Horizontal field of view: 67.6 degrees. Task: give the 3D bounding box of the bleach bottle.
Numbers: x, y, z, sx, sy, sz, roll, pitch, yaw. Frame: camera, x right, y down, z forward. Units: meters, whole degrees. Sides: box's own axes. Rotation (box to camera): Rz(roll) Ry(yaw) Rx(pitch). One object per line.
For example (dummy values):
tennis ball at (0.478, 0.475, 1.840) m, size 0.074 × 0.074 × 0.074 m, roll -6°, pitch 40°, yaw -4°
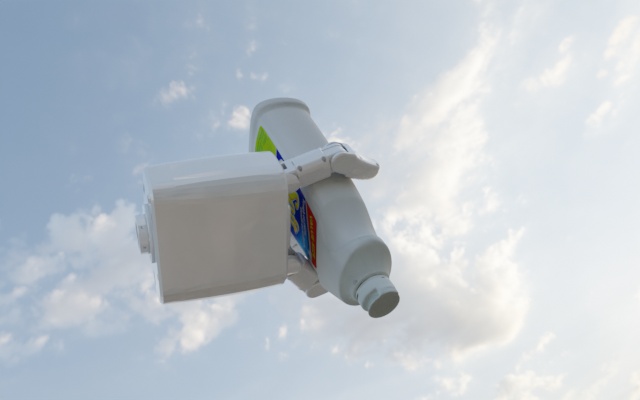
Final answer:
bleach bottle at (0.000, 0.002, 0.450) m, size 0.068 × 0.103 × 0.250 m, roll -8°, pitch 39°, yaw -24°
